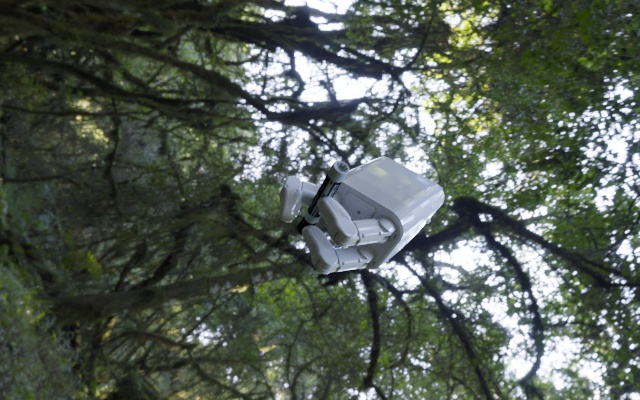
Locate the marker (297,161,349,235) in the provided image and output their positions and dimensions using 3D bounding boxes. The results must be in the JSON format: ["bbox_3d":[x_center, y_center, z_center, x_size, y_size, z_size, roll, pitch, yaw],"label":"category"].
[{"bbox_3d":[0.000,0.002,0.540,0.020,0.020,0.121,0,-38,-27],"label":"marker"}]
